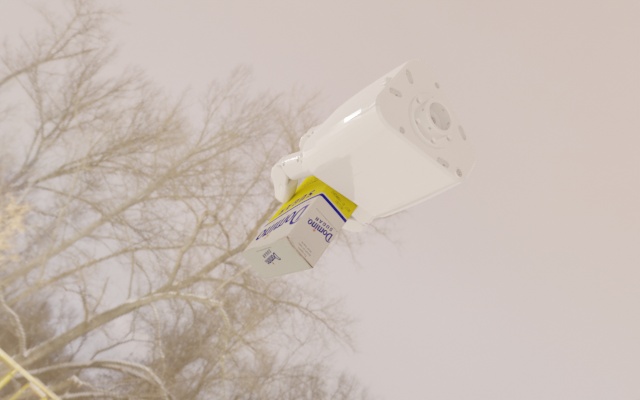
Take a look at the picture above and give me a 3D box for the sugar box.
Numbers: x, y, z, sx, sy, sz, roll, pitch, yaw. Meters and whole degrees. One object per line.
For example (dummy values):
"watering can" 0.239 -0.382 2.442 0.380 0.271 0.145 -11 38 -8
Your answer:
"sugar box" 0.000 0.001 0.505 0.093 0.048 0.176 -23 20 51
